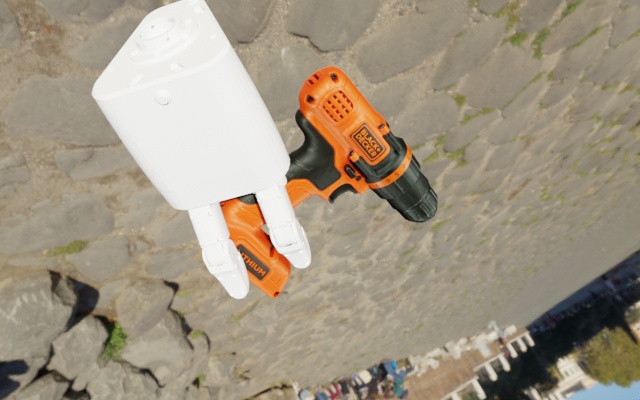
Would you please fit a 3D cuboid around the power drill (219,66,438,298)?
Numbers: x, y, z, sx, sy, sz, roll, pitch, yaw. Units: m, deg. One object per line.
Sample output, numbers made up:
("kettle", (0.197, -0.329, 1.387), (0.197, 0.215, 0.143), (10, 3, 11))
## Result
("power drill", (0.000, 0.002, 0.439), (0.184, 0.187, 0.057), (46, 5, -28))
